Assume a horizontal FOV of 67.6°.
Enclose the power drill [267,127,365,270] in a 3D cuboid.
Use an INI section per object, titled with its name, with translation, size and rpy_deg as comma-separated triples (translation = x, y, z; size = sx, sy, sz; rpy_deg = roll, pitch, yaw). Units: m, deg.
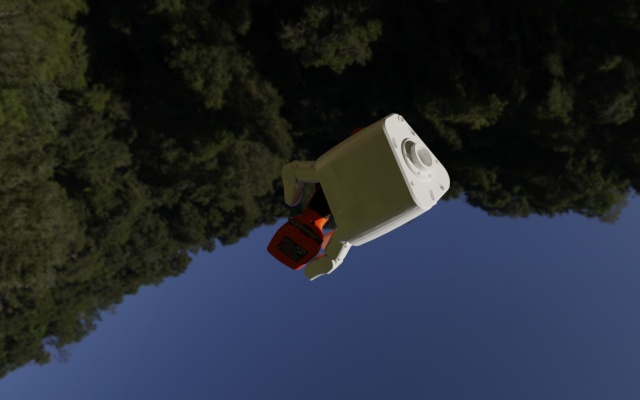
[power drill]
translation = 0.000, 0.002, 0.661
size = 0.057, 0.187, 0.184
rpy_deg = 33, -28, -2
